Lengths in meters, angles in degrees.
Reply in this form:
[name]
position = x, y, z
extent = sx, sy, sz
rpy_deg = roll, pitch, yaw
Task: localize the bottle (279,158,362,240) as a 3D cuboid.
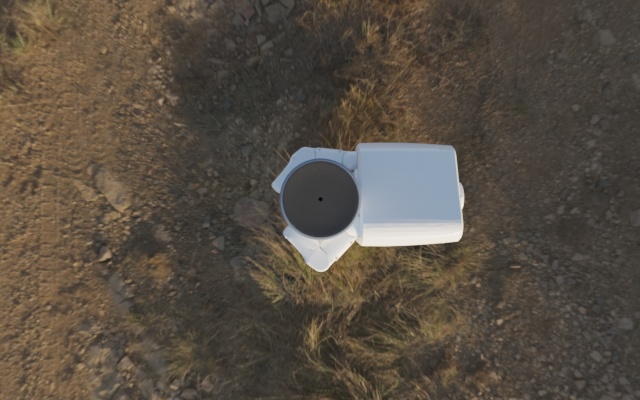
[bottle]
position = 0.000, 0.002, 0.531
extent = 0.069, 0.069, 0.296
rpy_deg = 0, -1, 0
